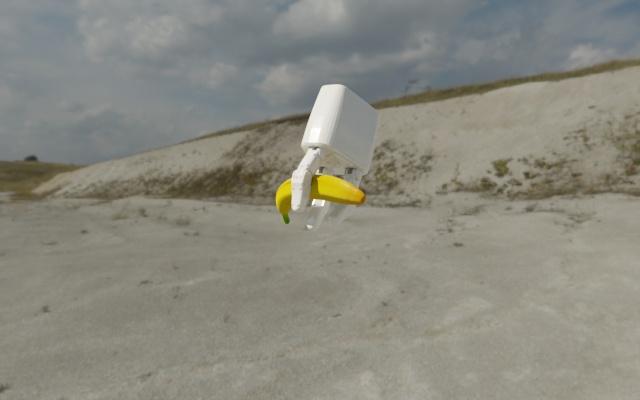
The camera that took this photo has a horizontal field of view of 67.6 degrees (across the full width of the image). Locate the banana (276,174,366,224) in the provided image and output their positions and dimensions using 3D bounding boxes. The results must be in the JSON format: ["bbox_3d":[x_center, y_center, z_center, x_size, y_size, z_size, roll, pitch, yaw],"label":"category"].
[{"bbox_3d":[-0.014,-0.009,0.722,0.070,0.037,0.198,45,-33,-21],"label":"banana"}]
